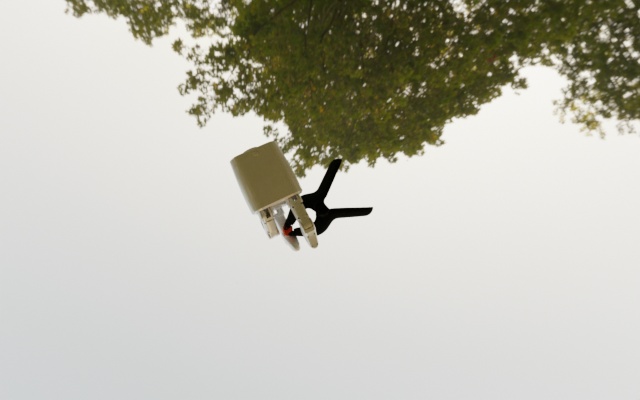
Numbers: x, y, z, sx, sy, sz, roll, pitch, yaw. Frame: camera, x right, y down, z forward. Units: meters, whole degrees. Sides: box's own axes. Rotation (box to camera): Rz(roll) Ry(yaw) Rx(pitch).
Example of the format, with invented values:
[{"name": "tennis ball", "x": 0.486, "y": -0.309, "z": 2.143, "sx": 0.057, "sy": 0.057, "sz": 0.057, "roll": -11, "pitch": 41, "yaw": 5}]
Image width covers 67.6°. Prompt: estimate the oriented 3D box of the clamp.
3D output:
[{"name": "clamp", "x": 0.000, "y": 0.003, "z": 0.875, "sx": 0.171, "sy": 0.120, "sz": 0.039, "roll": -25, "pitch": -4, "yaw": -13}]
